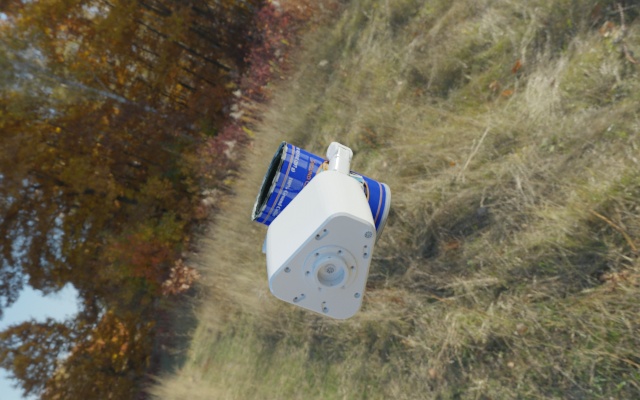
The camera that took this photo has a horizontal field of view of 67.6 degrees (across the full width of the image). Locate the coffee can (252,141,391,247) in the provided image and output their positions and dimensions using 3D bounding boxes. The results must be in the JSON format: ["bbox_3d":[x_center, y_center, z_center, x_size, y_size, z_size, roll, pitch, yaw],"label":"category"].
[{"bbox_3d":[0.000,0.002,0.585,0.140,0.103,0.103,22,-5,-13],"label":"coffee can"}]
